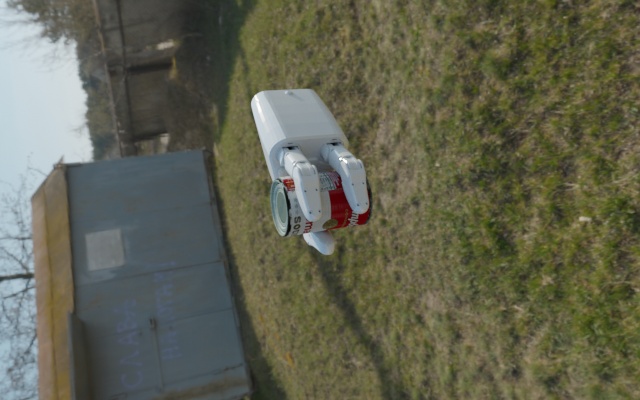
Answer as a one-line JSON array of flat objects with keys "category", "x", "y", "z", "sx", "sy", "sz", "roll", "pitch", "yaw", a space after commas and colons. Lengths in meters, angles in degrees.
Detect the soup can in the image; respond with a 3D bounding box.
[{"category": "soup can", "x": 0.000, "y": 0.002, "z": 0.552, "sx": 0.102, "sy": 0.068, "sz": 0.068, "roll": -8, "pitch": 3, "yaw": -21}]
